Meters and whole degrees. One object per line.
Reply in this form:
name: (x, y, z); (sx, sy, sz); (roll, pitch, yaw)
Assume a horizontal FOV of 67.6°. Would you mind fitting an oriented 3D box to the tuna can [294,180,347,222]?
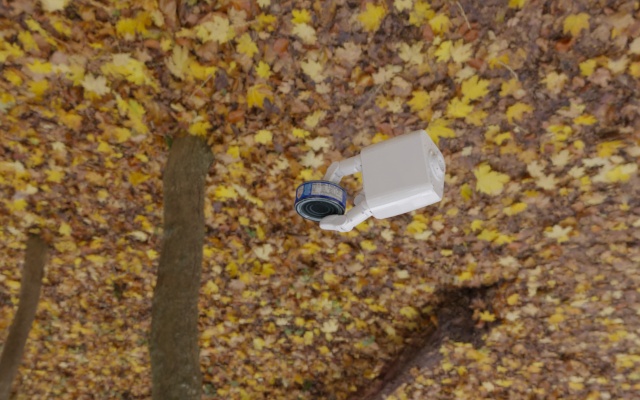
tuna can: (0.000, 0.003, 0.785); (0.086, 0.033, 0.086); (5, -29, 3)
